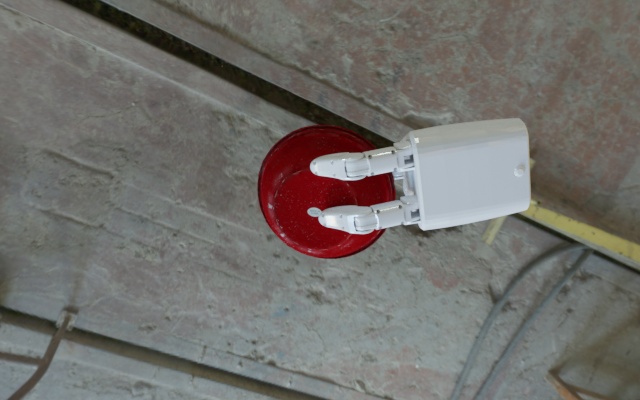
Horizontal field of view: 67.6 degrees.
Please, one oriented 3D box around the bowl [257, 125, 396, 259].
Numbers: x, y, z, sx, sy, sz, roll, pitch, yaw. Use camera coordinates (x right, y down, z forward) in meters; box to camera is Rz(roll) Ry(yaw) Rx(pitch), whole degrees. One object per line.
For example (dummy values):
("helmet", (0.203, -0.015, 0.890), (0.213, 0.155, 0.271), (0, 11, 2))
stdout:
("bowl", (-0.001, 0.002, 0.523), (0.162, 0.162, 0.055), (0, 19, 12))
